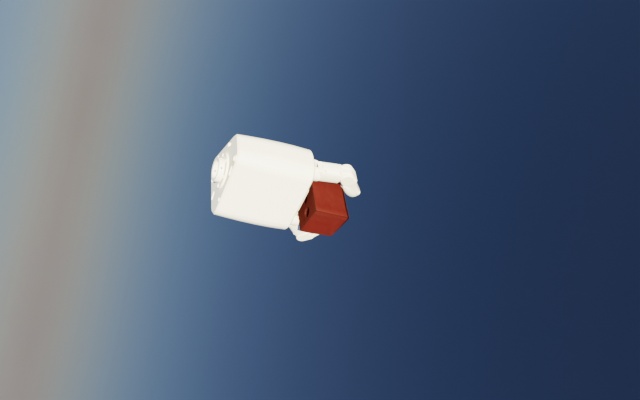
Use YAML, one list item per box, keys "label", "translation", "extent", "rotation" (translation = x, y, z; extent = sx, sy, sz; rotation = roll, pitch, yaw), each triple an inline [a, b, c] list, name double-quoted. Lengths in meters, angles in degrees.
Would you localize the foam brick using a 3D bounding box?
- label: "foam brick"
  translation: [0.000, 0.002, 0.665]
  extent: [0.051, 0.078, 0.053]
  rotation: [11, -40, -27]
